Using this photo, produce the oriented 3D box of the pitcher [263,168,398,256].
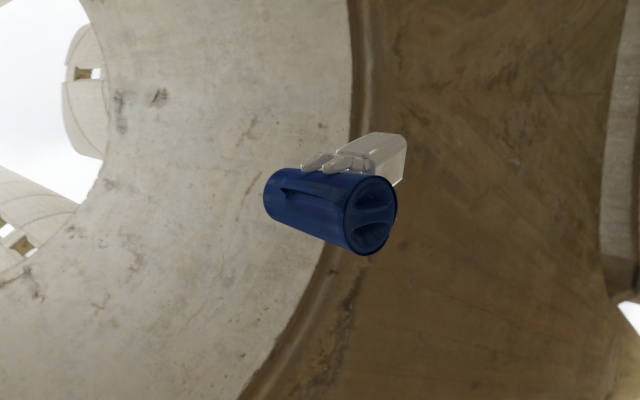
[{"bbox_3d":[0.000,0.003,0.846,0.145,0.149,0.243,-31,29,-35],"label":"pitcher"}]
